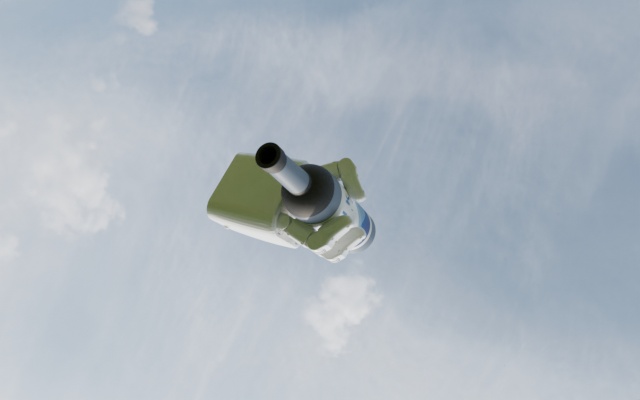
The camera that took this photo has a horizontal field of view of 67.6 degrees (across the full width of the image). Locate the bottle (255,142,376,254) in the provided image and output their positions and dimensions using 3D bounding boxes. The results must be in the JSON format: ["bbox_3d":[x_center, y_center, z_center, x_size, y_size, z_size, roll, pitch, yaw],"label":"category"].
[{"bbox_3d":[0.000,0.002,0.584,0.069,0.069,0.296,0,-18,21],"label":"bottle"}]
